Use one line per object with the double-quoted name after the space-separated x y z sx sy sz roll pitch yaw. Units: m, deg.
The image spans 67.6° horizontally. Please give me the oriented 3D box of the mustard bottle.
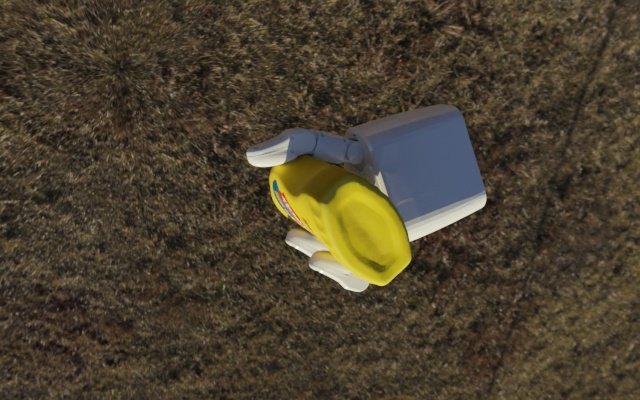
0.000 0.002 0.428 0.058 0.096 0.191 -43 26 -7 "mustard bottle"
